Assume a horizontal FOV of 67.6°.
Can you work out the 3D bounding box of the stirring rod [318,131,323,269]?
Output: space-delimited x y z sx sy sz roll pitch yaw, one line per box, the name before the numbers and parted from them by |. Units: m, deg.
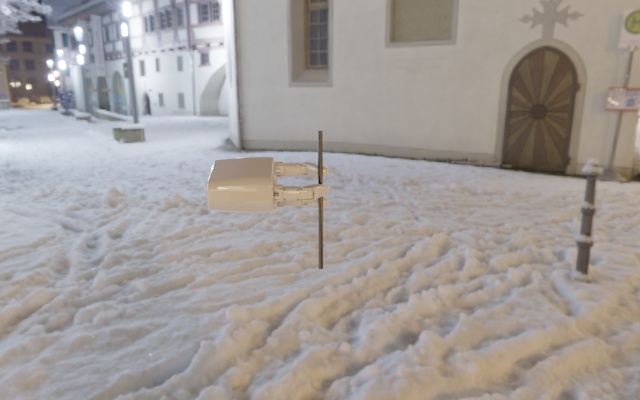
stirring rod | 0.000 0.003 0.814 0.011 0.239 0.011 0 13 0
